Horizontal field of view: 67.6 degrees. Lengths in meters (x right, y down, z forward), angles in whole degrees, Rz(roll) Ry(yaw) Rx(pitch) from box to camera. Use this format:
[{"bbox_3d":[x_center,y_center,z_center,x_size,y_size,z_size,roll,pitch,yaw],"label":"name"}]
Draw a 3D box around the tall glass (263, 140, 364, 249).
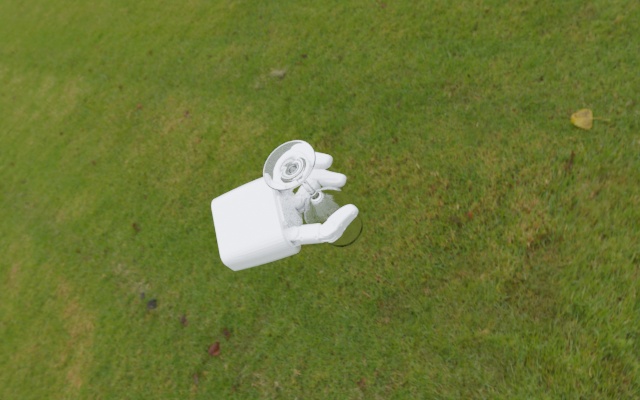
[{"bbox_3d":[0.000,0.002,0.677,0.079,0.079,0.201,0,-28,28],"label":"tall glass"}]
